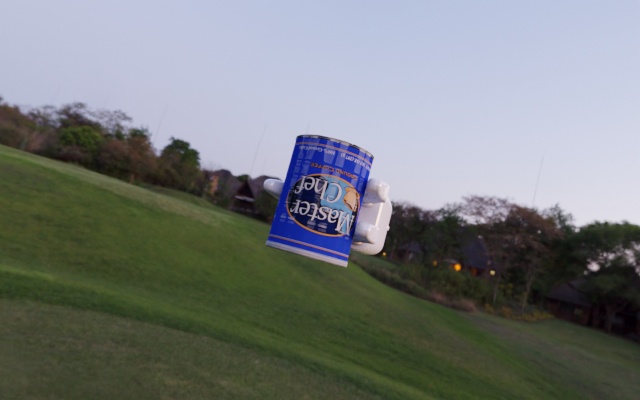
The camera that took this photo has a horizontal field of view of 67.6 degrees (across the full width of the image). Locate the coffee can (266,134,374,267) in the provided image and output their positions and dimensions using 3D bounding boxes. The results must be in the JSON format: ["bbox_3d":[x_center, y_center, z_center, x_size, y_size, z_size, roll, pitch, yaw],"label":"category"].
[{"bbox_3d":[0.000,0.002,0.591,0.103,0.140,0.103,15,-7,2],"label":"coffee can"}]
